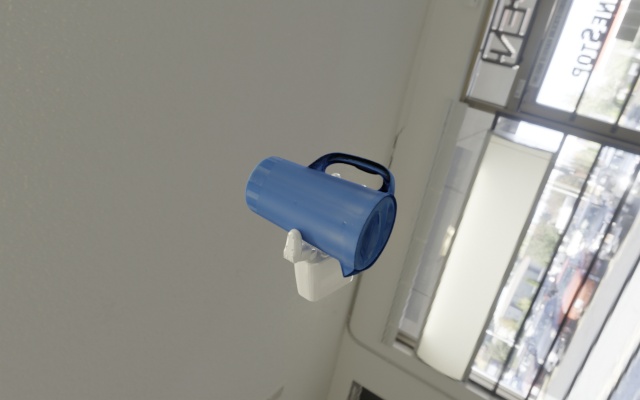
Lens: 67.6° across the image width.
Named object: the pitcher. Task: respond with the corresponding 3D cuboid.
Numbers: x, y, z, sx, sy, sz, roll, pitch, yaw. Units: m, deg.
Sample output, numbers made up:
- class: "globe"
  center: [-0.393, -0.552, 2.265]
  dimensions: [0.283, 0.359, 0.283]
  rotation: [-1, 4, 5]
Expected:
- class: "pitcher"
  center: [0.000, 0.003, 0.800]
  dimensions: [0.243, 0.145, 0.149]
  rotation: [24, 45, 27]
